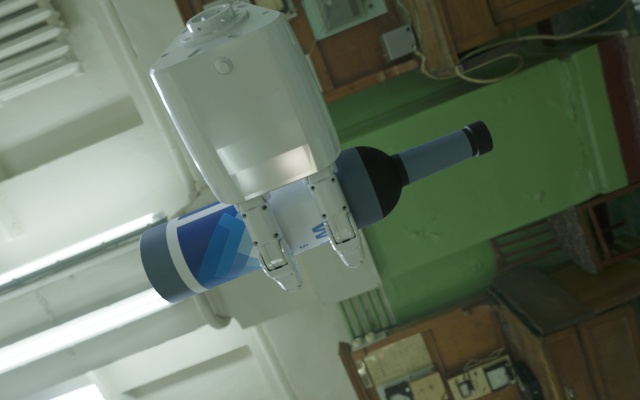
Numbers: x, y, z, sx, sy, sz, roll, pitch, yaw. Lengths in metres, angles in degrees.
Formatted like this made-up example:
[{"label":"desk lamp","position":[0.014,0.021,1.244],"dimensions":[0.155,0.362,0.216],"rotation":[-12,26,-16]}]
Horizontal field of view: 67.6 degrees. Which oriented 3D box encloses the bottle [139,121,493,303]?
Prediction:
[{"label":"bottle","position":[0.000,0.001,0.401],"dimensions":[0.296,0.069,0.069],"rotation":[-22,-1,2]}]
